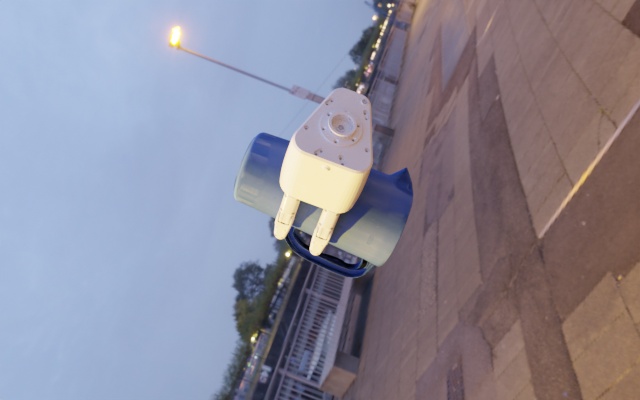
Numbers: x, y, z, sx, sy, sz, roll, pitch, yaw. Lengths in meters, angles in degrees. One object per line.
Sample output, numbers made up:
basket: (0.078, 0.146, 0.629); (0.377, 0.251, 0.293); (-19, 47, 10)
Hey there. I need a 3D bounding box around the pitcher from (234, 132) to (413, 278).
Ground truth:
pitcher: (0.000, 0.002, 0.698); (0.243, 0.149, 0.145); (22, -25, -1)
